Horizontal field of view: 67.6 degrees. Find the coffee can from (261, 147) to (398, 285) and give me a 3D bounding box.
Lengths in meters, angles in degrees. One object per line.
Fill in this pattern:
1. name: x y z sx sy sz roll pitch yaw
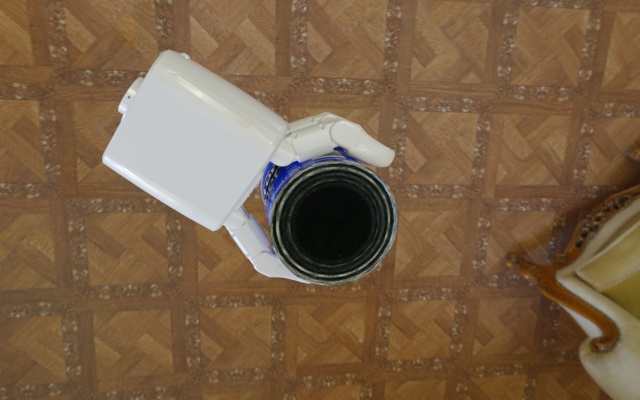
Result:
1. coffee can: 0.000 0.002 0.436 0.103 0.103 0.140 0 15 -10
